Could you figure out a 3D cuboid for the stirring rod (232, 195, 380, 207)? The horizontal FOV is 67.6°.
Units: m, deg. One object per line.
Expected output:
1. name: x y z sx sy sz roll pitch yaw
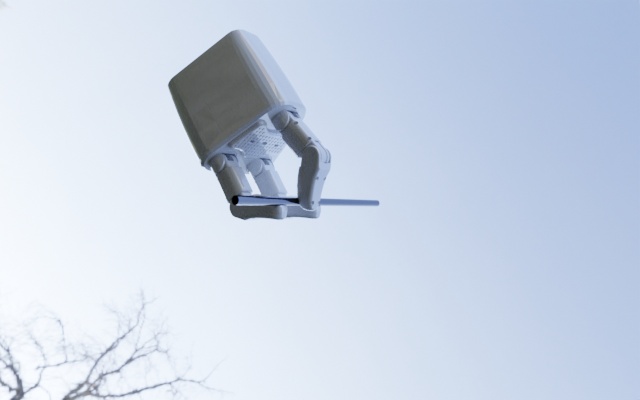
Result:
1. stirring rod: 0.000 0.001 0.480 0.011 0.011 0.239 0 -1 34
